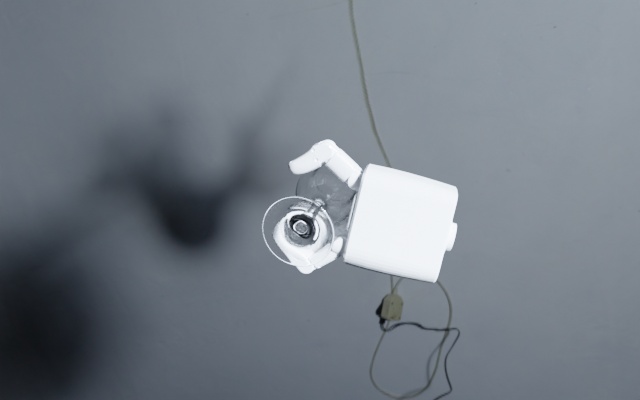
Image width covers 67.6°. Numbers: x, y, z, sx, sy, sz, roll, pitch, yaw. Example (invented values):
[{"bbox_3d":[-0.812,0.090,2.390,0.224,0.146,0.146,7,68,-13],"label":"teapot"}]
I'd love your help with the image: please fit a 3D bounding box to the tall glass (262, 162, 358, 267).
[{"bbox_3d":[0.000,0.002,0.561,0.079,0.079,0.201,0,17,13],"label":"tall glass"}]
